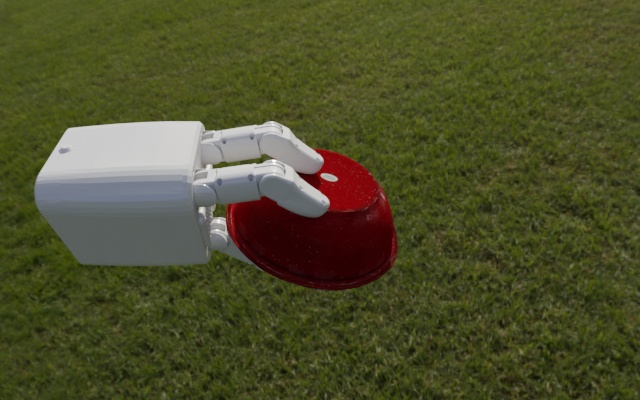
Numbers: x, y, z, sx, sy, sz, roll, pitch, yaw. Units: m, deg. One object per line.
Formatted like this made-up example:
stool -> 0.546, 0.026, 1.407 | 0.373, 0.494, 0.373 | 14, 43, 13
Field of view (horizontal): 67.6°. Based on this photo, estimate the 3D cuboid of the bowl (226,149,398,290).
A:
bowl -> 0.001, 0.001, 0.425 | 0.162, 0.055, 0.162 | 11, 36, -8
